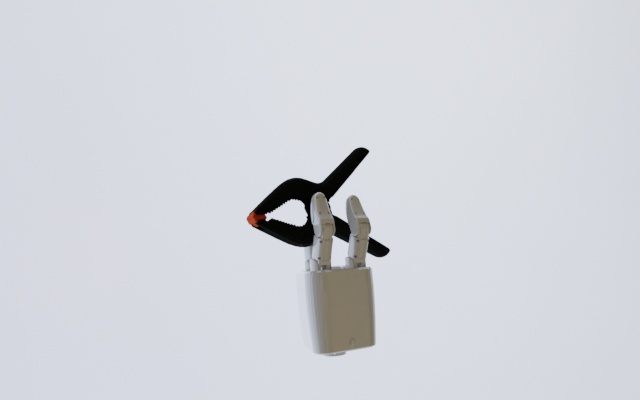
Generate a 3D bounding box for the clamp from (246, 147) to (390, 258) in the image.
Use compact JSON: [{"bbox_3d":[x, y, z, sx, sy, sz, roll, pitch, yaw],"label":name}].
[{"bbox_3d":[-0.001,0.003,0.663,0.210,0.164,0.036,0,-11,-28],"label":"clamp"}]
